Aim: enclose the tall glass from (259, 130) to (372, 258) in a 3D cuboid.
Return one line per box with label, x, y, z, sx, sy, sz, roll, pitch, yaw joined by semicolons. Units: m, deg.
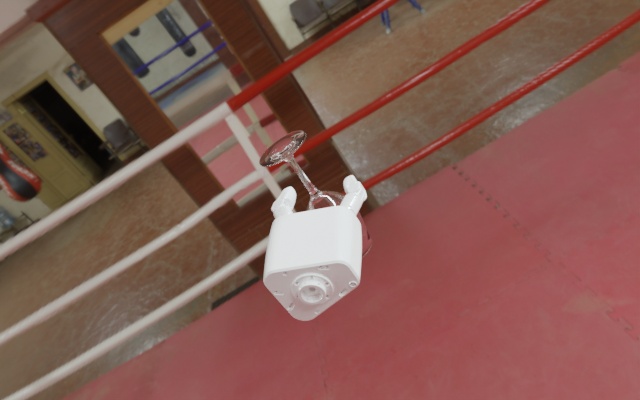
tall glass;0.000;0.002;0.681;0.079;0.201;0.079;-27;29;16
